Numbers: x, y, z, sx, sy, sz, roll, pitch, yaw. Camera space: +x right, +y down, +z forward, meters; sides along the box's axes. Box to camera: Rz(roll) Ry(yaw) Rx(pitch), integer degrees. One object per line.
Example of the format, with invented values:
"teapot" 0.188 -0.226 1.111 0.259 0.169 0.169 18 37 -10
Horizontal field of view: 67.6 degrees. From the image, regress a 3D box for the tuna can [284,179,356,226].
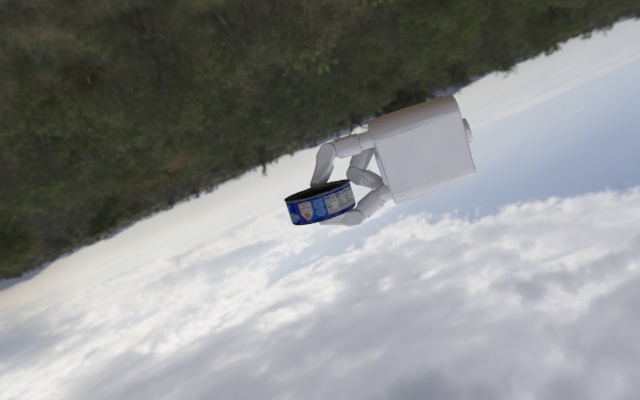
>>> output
"tuna can" 0.000 0.003 0.595 0.086 0.034 0.086 -17 9 3
